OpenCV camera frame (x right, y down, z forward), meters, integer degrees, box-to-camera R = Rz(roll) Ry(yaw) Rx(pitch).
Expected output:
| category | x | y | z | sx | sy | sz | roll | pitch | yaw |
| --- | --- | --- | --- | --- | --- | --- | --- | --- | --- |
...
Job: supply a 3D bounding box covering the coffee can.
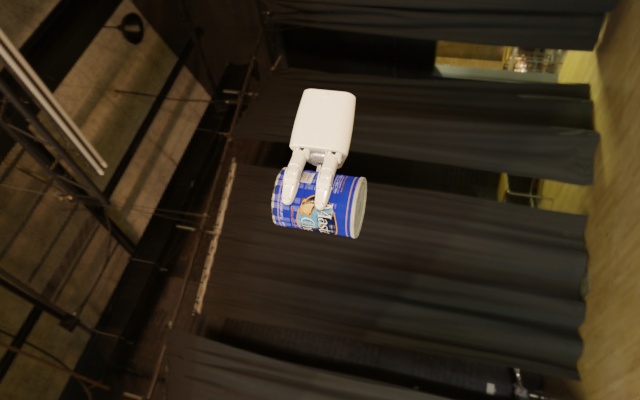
| category | x | y | z | sx | sy | sz | roll | pitch | yaw |
| --- | --- | --- | --- | --- | --- | --- | --- | --- | --- |
| coffee can | 0.000 | 0.003 | 0.810 | 0.140 | 0.103 | 0.103 | 8 | 2 | 13 |
